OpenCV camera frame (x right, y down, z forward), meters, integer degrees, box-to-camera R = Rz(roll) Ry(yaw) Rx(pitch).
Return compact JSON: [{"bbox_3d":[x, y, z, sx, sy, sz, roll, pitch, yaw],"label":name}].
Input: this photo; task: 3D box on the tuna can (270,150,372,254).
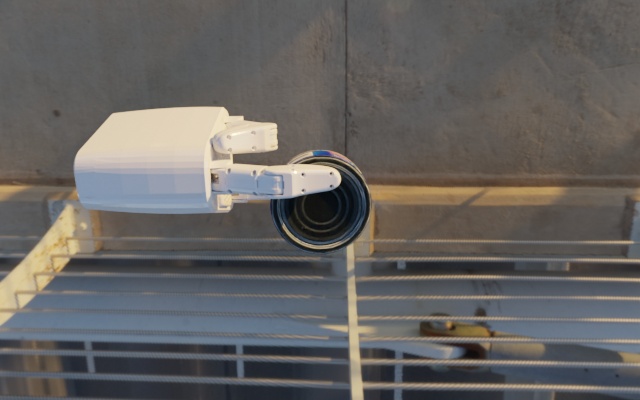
[{"bbox_3d":[0.000,0.001,0.406,0.086,0.086,0.033,0,13,-3],"label":"tuna can"}]
